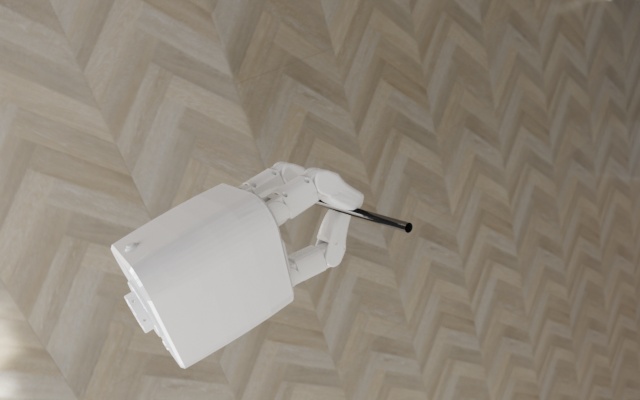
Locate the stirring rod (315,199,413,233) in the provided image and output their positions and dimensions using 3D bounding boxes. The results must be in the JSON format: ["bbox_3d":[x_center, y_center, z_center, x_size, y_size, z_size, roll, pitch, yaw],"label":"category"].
[{"bbox_3d":[0.000,0.002,0.460,0.011,0.011,0.239,0,9,-34],"label":"stirring rod"}]
